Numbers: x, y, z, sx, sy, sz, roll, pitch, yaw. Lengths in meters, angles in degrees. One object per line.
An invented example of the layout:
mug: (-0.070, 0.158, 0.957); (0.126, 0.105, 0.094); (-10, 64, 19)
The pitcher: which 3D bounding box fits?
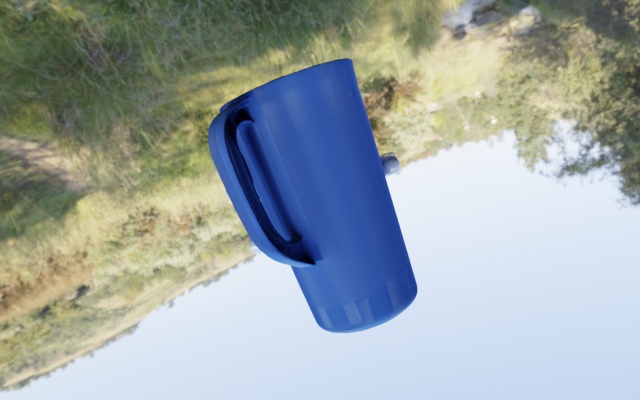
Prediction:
pitcher: (0.000, 0.001, 0.457); (0.149, 0.243, 0.145); (-21, 6, -5)
